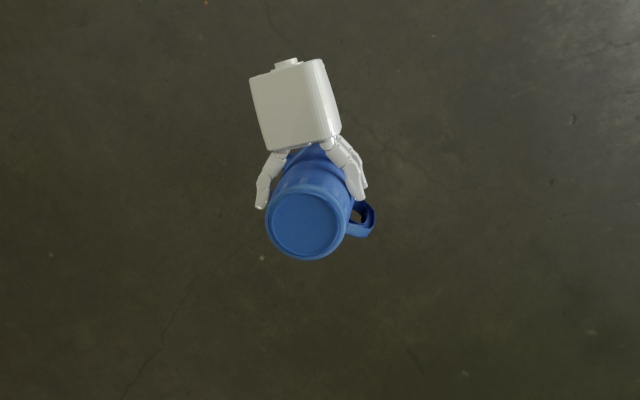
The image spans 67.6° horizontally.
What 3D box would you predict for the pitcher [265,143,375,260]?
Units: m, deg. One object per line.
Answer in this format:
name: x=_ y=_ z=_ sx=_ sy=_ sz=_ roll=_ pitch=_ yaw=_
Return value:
pitcher: x=0.000 y=0.002 z=0.731 sx=0.149 sy=0.145 sz=0.242 roll=-11 pitch=15 yaw=9
